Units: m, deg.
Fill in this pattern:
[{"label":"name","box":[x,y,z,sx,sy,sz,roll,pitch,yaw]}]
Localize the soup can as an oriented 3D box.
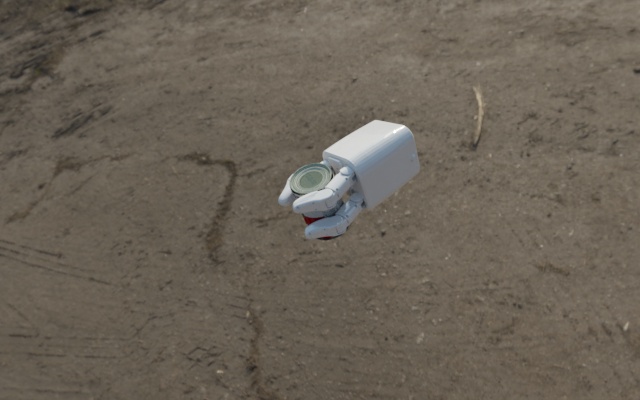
[{"label":"soup can","box":[0.000,0.002,0.720,0.068,0.068,0.102,0,-44,23]}]
